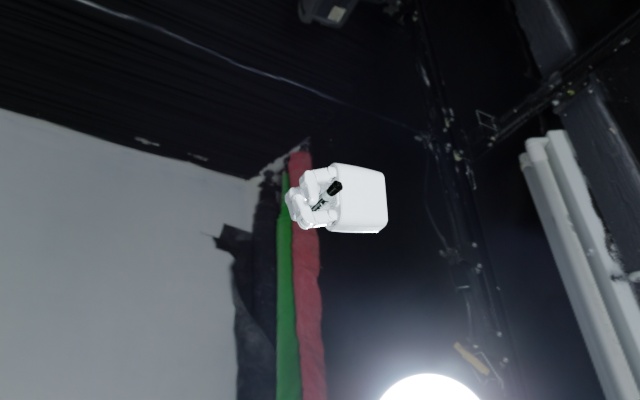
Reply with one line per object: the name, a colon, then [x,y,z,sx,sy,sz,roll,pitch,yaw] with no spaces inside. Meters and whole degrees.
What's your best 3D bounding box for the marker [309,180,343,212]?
marker: [0.000,0.003,0.787,0.020,0.020,0.121,0,-29,-35]
